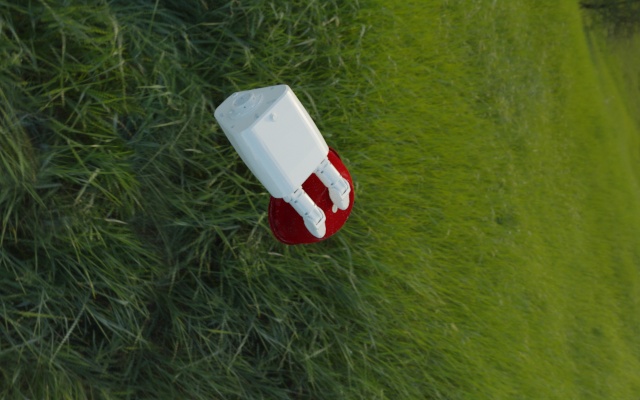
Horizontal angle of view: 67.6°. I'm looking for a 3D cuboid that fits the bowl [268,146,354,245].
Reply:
[{"bbox_3d":[0.001,0.003,0.706,0.055,0.162,0.162,26,16,35],"label":"bowl"}]
